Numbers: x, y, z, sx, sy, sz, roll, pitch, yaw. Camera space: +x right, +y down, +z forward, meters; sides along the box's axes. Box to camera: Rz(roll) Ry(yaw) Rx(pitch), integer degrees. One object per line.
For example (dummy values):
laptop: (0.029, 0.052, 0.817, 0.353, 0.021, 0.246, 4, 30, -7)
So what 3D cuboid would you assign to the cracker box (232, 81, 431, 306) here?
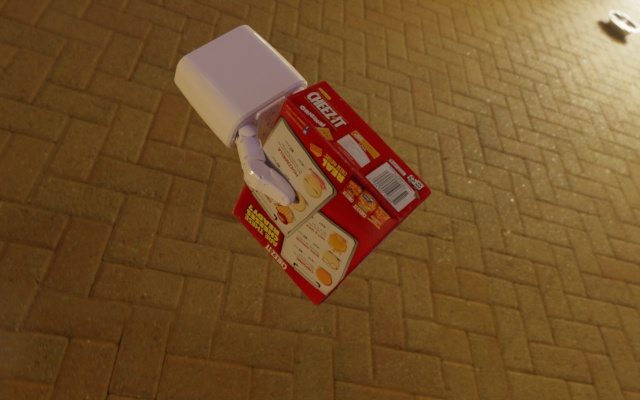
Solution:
cracker box: (0.000, 0.002, 0.540, 0.072, 0.164, 0.214, -35, -13, -39)
